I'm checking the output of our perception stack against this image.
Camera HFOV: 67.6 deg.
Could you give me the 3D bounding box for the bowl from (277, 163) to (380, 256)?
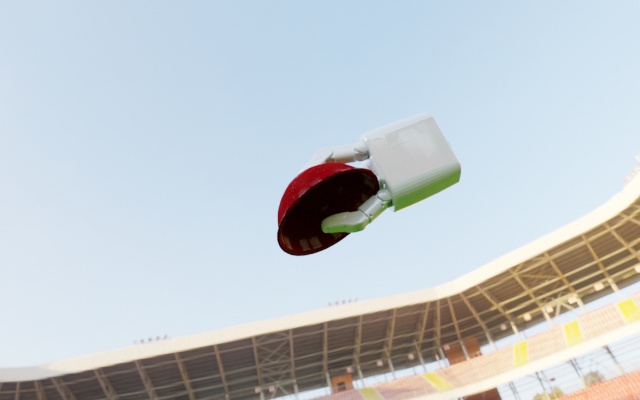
[{"bbox_3d":[-0.001,0.002,0.653,0.162,0.162,0.055,0,42,-45],"label":"bowl"}]
